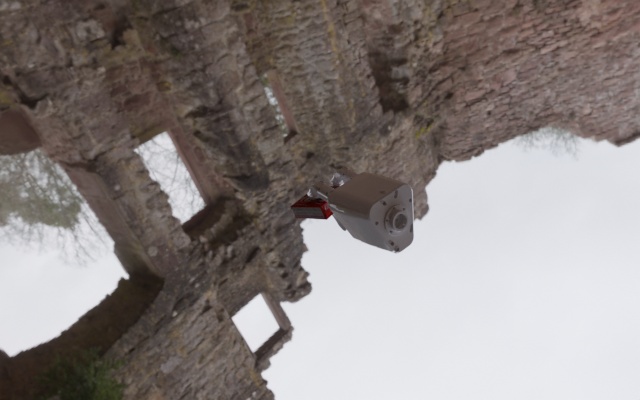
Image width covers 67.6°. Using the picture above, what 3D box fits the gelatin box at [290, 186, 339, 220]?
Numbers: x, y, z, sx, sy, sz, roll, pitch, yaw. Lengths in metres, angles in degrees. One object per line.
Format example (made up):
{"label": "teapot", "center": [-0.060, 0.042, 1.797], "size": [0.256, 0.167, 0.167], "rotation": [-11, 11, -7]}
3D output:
{"label": "gelatin box", "center": [0.000, 0.003, 0.882], "size": [0.089, 0.030, 0.073], "rotation": [0, 32, 49]}
